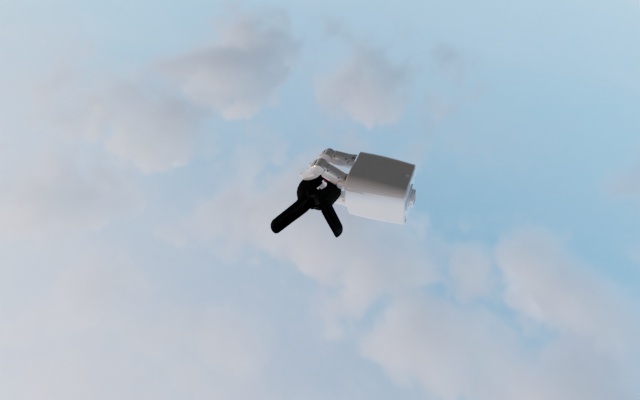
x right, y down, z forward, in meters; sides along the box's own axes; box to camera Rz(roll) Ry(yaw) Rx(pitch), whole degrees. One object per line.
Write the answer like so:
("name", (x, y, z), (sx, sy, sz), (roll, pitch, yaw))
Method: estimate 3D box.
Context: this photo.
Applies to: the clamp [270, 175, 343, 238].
("clamp", (0.000, 0.003, 0.820), (0.120, 0.039, 0.171), (13, 47, 17))
